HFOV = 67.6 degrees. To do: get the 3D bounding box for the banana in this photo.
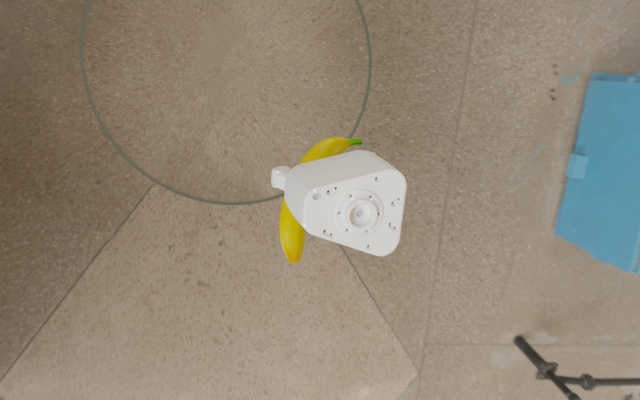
[{"bbox_3d":[-0.014,-0.009,0.645,0.069,0.198,0.037,27,6,-19],"label":"banana"}]
